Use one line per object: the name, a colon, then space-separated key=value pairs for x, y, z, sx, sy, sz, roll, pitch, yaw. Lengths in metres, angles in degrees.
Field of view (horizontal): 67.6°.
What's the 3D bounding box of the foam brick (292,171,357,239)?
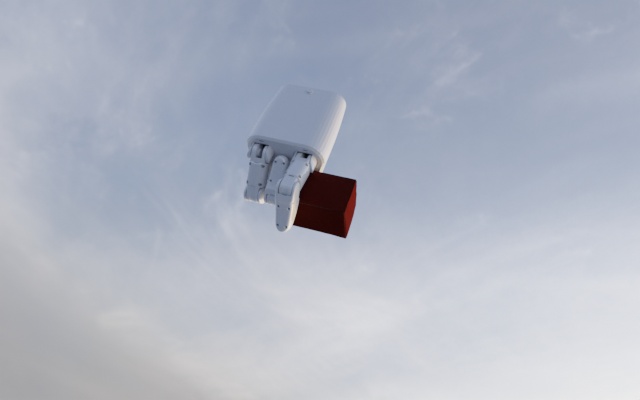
foam brick: x=0.000 y=0.002 z=0.561 sx=0.078 sy=0.051 sz=0.053 roll=14 pitch=-36 yaw=13
